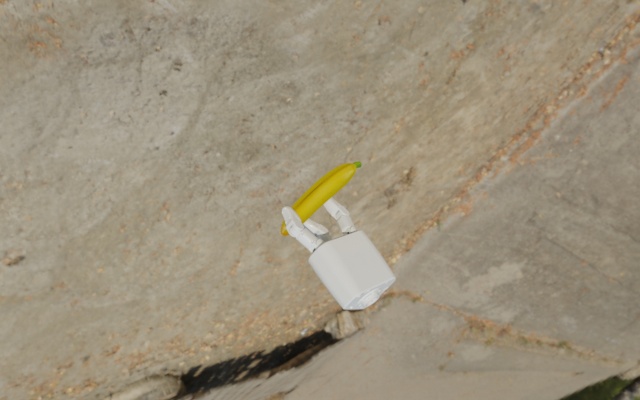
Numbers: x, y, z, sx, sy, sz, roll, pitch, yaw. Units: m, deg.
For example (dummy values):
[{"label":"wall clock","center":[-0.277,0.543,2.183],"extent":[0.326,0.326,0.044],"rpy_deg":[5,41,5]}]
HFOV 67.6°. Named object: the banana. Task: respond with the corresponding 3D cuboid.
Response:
[{"label":"banana","center":[-0.003,-0.004,0.854],"extent":[0.198,0.037,0.070],"rpy_deg":[-41,-23,5]}]
